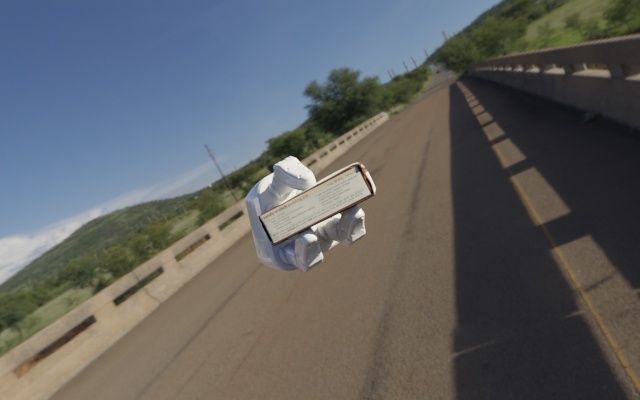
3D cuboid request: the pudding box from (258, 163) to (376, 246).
[{"bbox_3d":[0.000,0.001,0.491,0.113,0.039,0.090,-29,2,9],"label":"pudding box"}]
